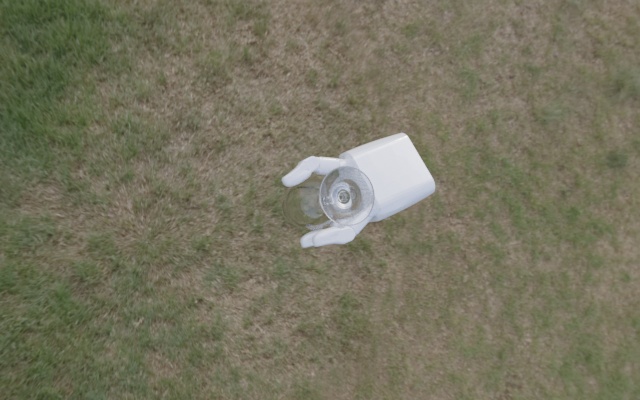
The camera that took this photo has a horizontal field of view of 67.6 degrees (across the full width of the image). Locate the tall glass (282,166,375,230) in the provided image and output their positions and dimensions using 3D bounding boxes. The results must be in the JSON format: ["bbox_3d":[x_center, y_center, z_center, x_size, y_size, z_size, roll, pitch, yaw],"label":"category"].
[{"bbox_3d":[0.000,0.002,0.680,0.079,0.079,0.201,0,-5,-20],"label":"tall glass"}]
